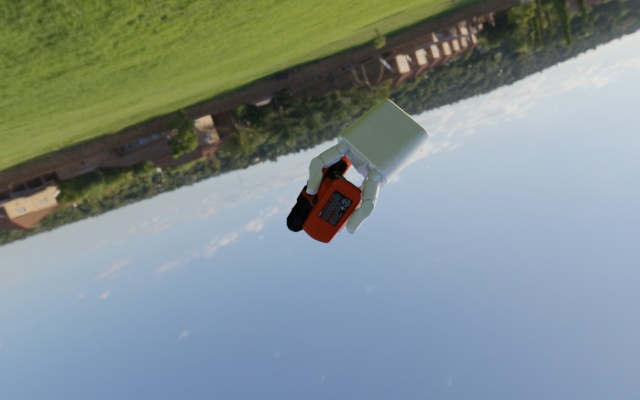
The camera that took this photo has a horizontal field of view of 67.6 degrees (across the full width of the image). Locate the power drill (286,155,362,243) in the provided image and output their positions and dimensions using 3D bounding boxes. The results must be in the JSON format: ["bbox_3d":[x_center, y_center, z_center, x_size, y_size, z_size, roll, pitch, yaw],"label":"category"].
[{"bbox_3d":[0.000,0.003,0.827,0.057,0.184,0.187,30,13,-15],"label":"power drill"}]
